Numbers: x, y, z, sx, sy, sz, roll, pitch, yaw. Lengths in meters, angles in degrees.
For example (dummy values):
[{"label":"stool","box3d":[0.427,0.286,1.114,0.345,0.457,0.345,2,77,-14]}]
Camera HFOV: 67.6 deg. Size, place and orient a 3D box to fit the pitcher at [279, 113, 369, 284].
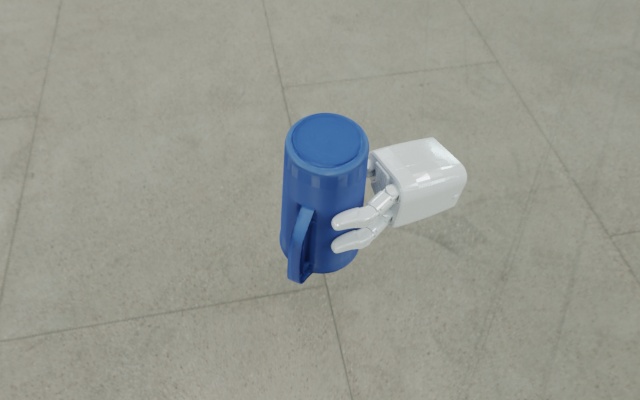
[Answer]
[{"label":"pitcher","box3d":[0.000,0.002,0.688,0.145,0.149,0.243,-16,-34,-14]}]
